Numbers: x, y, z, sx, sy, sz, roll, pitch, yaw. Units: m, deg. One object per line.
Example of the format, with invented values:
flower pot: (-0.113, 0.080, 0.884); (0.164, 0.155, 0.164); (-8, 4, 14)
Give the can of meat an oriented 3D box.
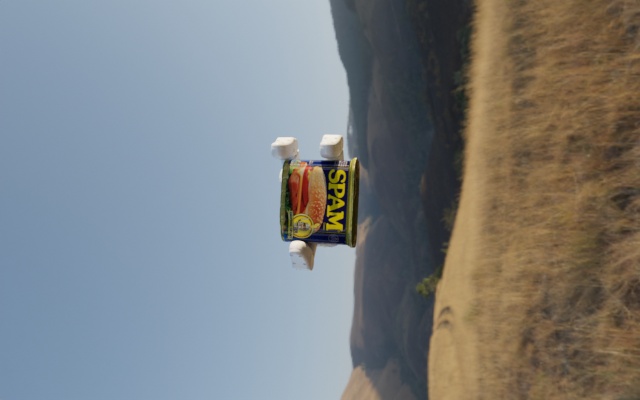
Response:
can of meat: (0.000, 0.002, 0.554); (0.084, 0.102, 0.057); (2, -4, 11)
